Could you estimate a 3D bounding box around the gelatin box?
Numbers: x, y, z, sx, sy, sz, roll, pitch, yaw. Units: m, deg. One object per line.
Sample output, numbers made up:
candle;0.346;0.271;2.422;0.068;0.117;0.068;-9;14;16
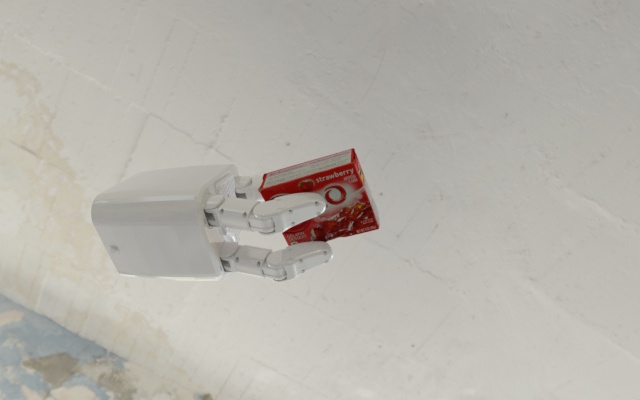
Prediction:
gelatin box;0.000;0.001;0.426;0.089;0.073;0.030;-15;32;14
